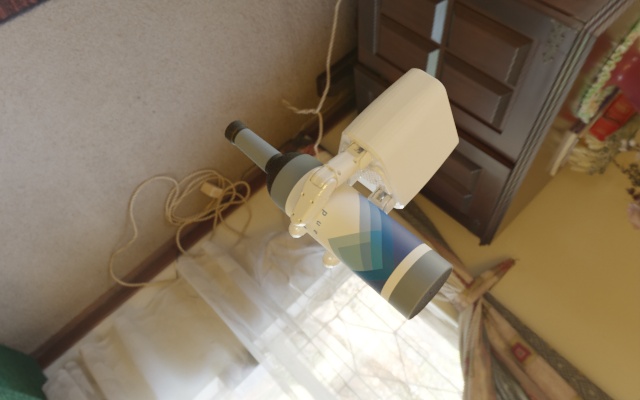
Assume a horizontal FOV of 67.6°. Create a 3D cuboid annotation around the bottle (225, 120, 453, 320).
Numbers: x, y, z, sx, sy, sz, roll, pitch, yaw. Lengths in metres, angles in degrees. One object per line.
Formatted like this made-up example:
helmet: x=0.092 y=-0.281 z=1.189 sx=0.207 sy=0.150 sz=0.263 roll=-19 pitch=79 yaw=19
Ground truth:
bottle: x=0.000 y=0.002 z=0.506 sx=0.295 sy=0.069 sz=0.069 roll=40 pitch=19 yaw=24
